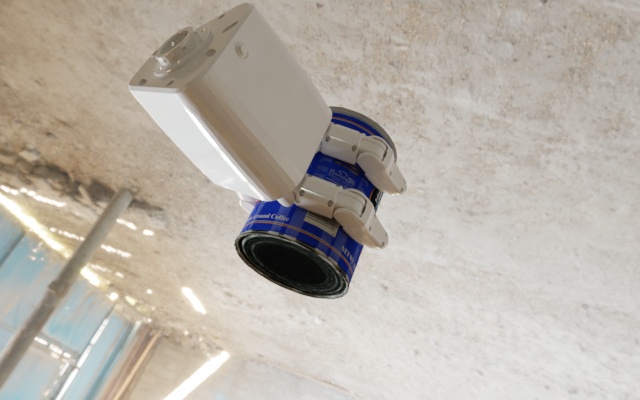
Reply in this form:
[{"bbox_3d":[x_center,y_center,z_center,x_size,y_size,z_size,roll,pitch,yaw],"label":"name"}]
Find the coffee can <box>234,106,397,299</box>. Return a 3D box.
[{"bbox_3d":[0.000,0.001,0.428,0.103,0.140,0.103,18,-31,11],"label":"coffee can"}]
